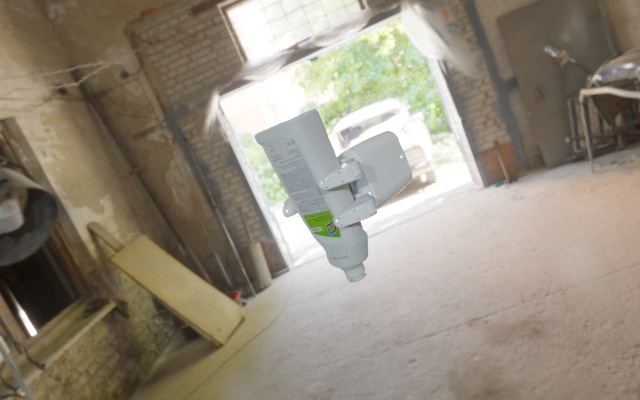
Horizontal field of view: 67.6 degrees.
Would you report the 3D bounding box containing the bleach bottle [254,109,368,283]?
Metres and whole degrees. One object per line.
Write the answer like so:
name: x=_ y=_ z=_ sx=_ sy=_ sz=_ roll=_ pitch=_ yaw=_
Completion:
bleach bottle: x=0.000 y=0.002 z=0.685 sx=0.102 sy=0.251 sz=0.068 roll=-11 pitch=17 yaw=48
